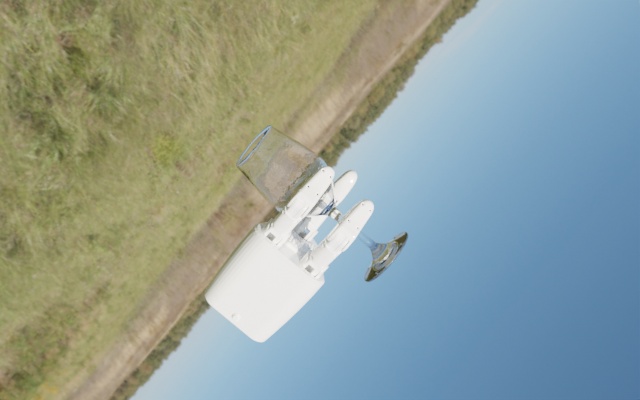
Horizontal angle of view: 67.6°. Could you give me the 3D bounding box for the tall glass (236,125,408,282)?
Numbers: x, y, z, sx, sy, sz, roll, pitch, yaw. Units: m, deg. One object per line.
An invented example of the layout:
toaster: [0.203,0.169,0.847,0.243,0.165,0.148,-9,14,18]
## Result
tall glass: [0.001,0.002,0.546,0.201,0.079,0.079,40,-3,-3]
